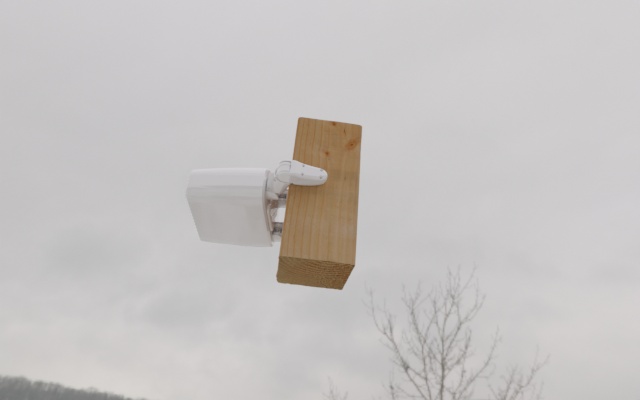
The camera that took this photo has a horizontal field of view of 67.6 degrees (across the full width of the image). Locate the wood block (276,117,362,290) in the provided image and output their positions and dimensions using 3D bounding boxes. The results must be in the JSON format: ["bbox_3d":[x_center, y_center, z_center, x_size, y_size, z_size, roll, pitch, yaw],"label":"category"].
[{"bbox_3d":[0.000,0.002,0.632,0.090,0.206,0.091,7,-30,-4],"label":"wood block"}]
